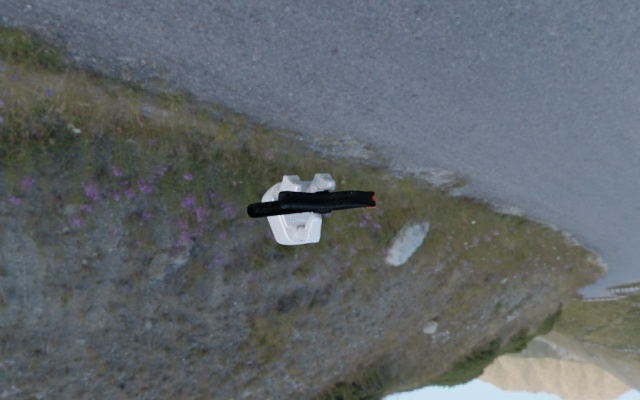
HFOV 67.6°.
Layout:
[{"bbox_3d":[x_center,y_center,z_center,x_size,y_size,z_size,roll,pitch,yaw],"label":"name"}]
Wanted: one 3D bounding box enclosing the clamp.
[{"bbox_3d":[0.001,0.003,0.757,0.210,0.036,0.164,-4,-5,-19],"label":"clamp"}]
